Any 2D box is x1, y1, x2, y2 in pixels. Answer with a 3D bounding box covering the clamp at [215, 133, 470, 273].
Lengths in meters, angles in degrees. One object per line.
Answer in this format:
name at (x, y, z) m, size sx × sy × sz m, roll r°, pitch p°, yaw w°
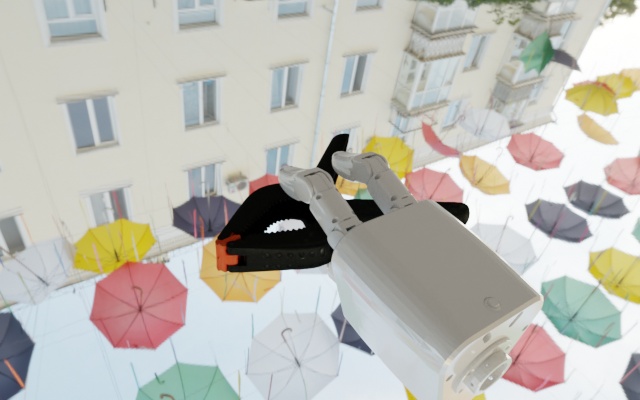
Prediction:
clamp at (0.000, 0.002, 0.410) m, size 0.210 × 0.036 × 0.164 m, roll -18°, pitch 41°, yaw -29°
